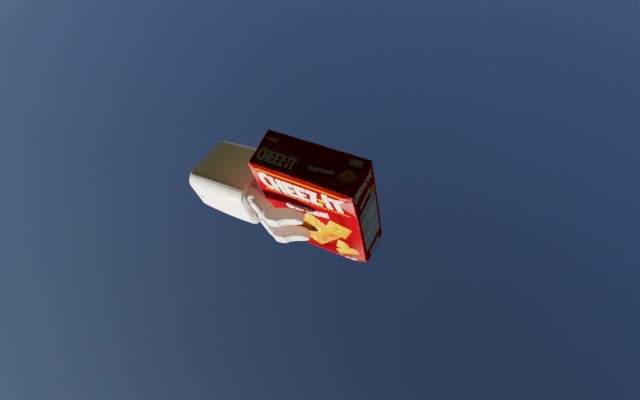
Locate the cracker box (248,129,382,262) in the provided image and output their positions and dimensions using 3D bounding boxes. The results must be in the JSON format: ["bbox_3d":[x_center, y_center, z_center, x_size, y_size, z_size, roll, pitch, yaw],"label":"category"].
[{"bbox_3d":[0.000,0.002,0.725,0.164,0.072,0.214,19,-24,21],"label":"cracker box"}]
